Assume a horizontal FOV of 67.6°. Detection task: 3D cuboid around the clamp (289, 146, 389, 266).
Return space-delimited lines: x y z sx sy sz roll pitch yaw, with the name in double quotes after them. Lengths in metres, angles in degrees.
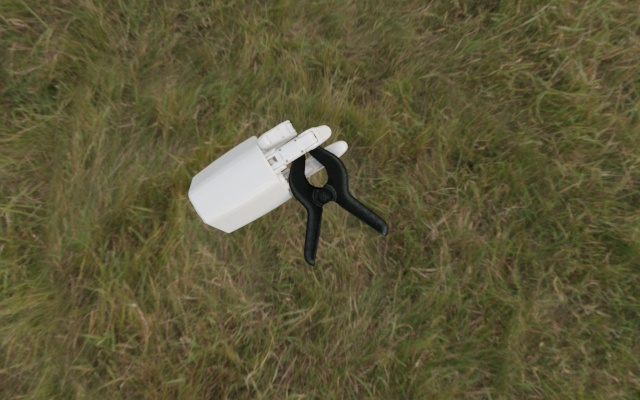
0.000 0.002 0.639 0.120 0.171 0.039 -32 3 0 "clamp"
